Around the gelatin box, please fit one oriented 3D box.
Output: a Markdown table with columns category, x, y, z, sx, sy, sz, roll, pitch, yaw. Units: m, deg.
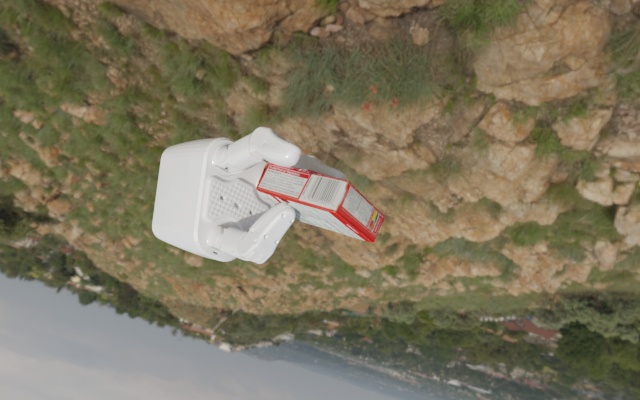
| category | x | y | z | sx | sy | sz | roll | pitch | yaw |
| --- | --- | --- | --- | --- | --- | --- | --- | --- | --- |
| gelatin box | 0.000 | 0.002 | 0.408 | 0.089 | 0.030 | 0.073 | 16 | -15 | 36 |
